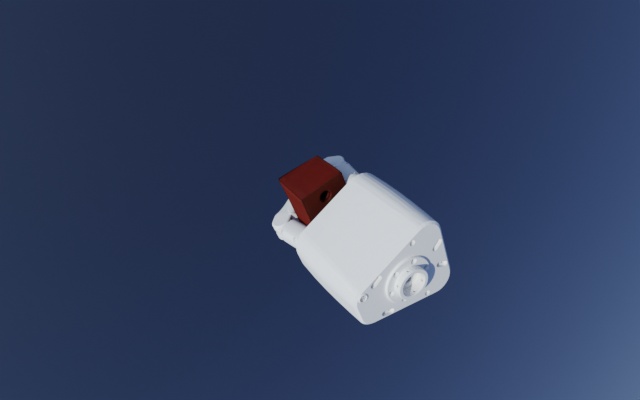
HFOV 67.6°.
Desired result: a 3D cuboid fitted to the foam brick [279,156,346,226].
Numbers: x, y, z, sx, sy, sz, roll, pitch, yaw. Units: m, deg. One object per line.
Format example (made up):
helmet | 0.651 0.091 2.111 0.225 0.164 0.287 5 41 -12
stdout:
foam brick | 0.000 0.001 0.515 0.053 0.078 0.051 -34 39 -13
